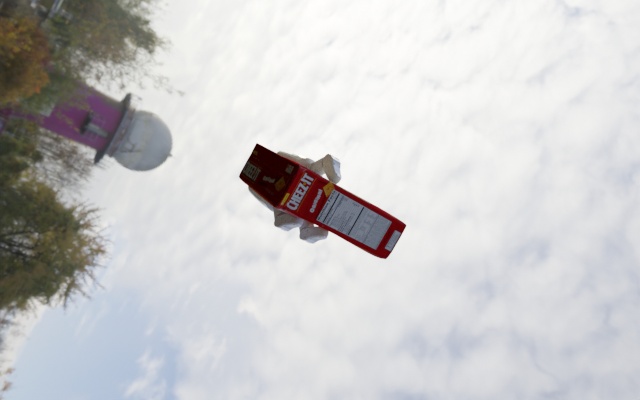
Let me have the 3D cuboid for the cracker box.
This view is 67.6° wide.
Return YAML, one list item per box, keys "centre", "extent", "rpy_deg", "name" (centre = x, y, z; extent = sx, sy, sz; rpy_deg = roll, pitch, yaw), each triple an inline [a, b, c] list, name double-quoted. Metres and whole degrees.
- centre: [0.000, 0.002, 0.731]
  extent: [0.214, 0.072, 0.164]
  rpy_deg: [28, 2, -32]
  name: "cracker box"
